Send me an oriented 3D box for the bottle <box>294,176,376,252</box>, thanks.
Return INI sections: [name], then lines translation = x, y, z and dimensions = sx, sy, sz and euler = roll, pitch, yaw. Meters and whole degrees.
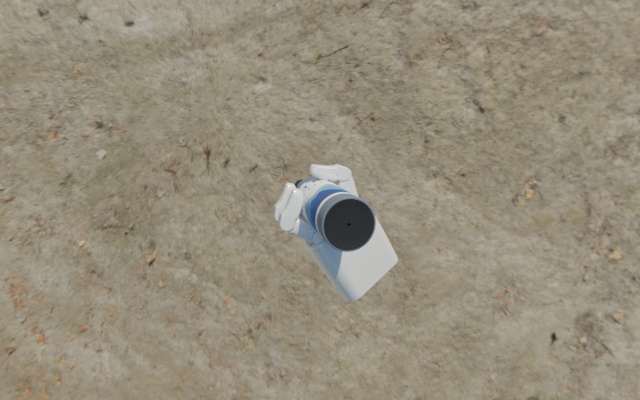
[bottle]
translation = 0.000, 0.002, 0.697
dimensions = 0.069, 0.069, 0.295
euler = 0, 10, -13
